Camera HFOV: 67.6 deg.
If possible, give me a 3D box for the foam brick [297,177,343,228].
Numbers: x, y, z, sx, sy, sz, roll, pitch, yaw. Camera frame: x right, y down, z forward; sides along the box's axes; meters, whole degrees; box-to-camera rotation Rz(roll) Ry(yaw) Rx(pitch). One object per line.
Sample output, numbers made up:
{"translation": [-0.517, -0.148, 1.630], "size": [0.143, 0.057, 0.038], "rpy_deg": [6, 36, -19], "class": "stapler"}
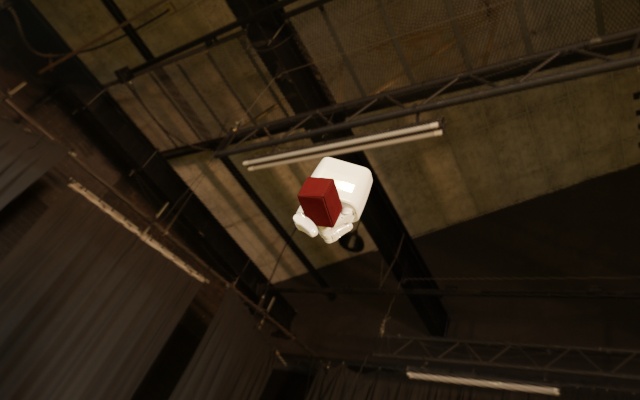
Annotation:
{"translation": [0.000, 0.003, 0.852], "size": [0.053, 0.078, 0.051], "rpy_deg": [6, 48, 25], "class": "foam brick"}
